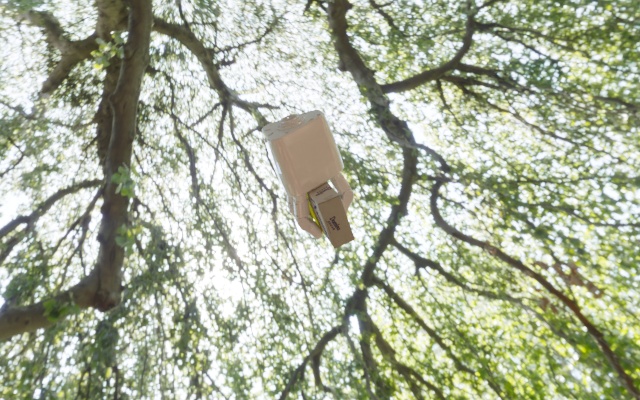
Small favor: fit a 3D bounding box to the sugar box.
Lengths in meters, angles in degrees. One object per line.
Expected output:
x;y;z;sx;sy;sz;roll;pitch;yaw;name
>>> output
0.000;0.003;0.846;0.048;0.093;0.176;-23;28;-6;sugar box
